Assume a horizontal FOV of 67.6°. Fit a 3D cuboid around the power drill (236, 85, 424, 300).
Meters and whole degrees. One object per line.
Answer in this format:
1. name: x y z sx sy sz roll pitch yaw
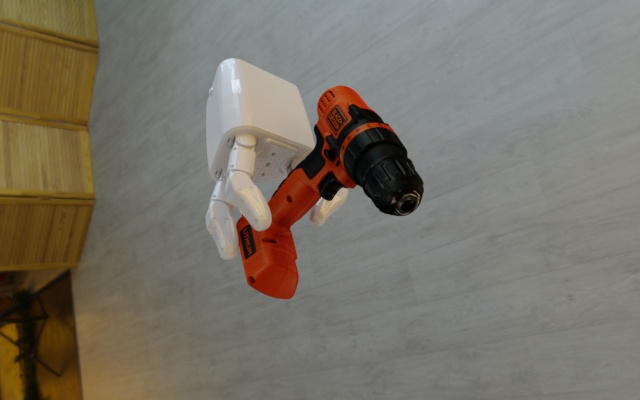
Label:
1. power drill: 0.000 0.002 0.437 0.057 0.188 0.184 28 22 -30
